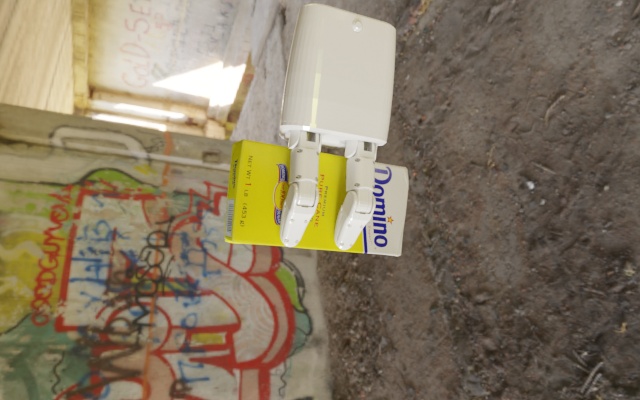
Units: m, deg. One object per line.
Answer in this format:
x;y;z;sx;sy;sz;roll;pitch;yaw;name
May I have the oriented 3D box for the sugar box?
0.000;0.001;0.462;0.176;0.093;0.048;6;-2;-22;sugar box
